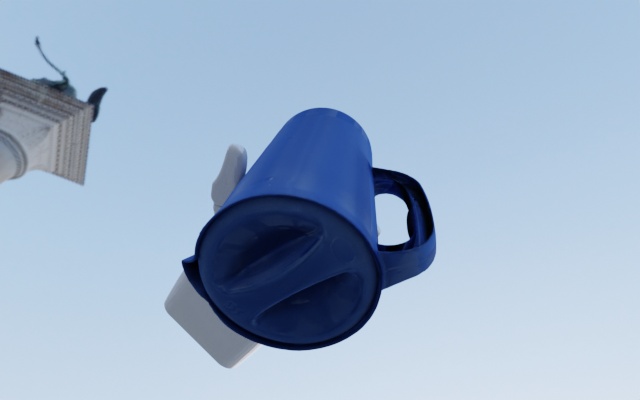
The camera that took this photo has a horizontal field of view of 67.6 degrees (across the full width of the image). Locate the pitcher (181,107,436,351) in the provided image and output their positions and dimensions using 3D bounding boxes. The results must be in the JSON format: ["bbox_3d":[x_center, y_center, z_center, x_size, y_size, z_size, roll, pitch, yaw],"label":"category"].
[{"bbox_3d":[0.000,0.001,0.427,0.149,0.145,0.242,34,27,-11],"label":"pitcher"}]
